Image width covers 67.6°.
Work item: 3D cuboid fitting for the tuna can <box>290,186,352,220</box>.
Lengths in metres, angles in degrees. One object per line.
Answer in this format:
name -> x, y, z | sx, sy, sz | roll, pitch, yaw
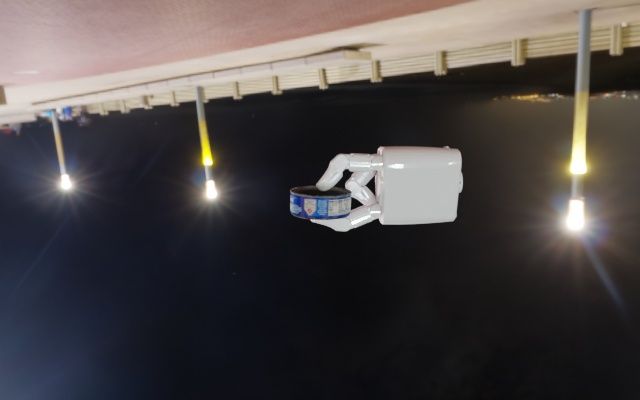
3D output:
tuna can -> 0.000, 0.003, 0.667 | 0.086, 0.034, 0.086 | 2, 11, 0
